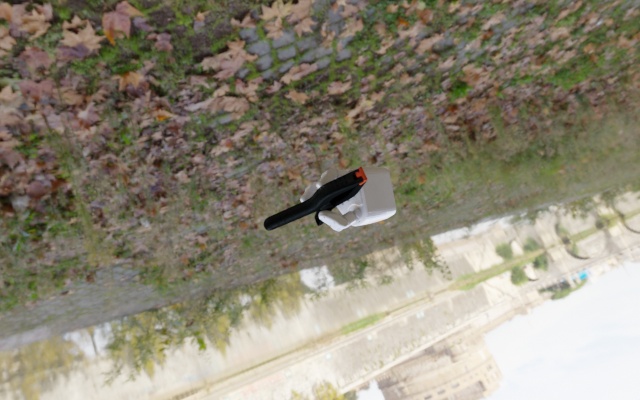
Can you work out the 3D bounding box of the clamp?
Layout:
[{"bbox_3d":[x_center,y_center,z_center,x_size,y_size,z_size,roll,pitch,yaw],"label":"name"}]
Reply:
[{"bbox_3d":[0.001,0.003,0.898,0.164,0.036,0.210,-8,-23,-45],"label":"clamp"}]
